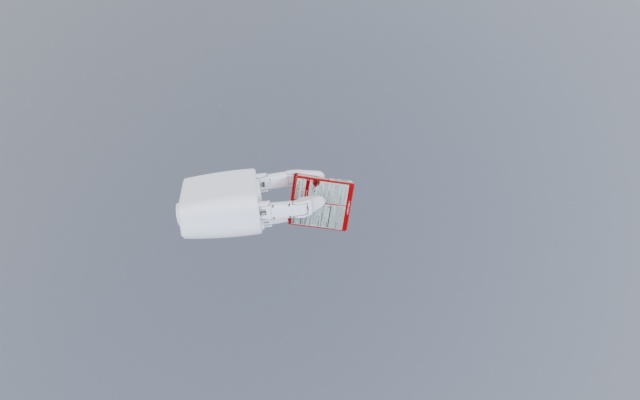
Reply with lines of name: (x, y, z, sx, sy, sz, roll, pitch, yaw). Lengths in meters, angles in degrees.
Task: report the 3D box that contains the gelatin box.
gelatin box: (0.000, 0.002, 0.700, 0.089, 0.073, 0.030, 7, 11, -5)
